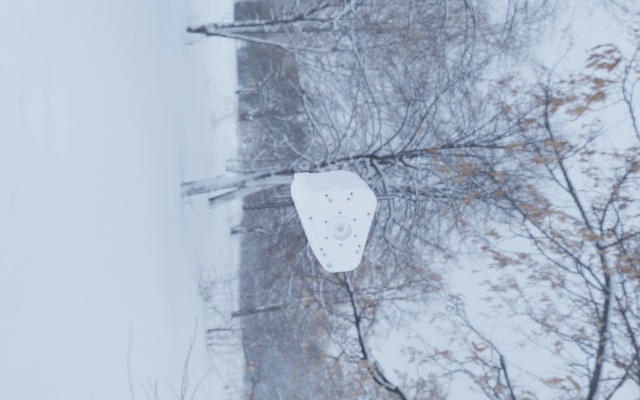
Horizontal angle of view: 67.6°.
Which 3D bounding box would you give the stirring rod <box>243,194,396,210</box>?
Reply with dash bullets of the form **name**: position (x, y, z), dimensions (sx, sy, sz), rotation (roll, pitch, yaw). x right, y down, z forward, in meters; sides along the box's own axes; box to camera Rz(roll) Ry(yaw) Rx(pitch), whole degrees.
- **stirring rod**: position (0.000, 0.003, 0.748), dimensions (0.239, 0.011, 0.011), rotation (-4, 0, -8)
